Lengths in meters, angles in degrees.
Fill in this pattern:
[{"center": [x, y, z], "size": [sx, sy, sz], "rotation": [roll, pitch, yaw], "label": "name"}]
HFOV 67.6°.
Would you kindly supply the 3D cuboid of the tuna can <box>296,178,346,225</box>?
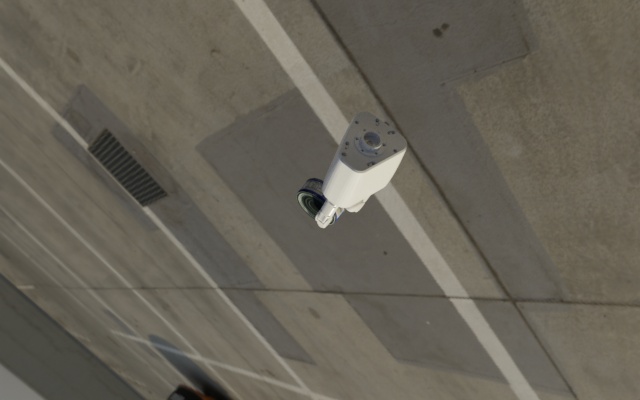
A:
[{"center": [0.000, 0.003, 0.843], "size": [0.086, 0.086, 0.033], "rotation": [0, 44, 52], "label": "tuna can"}]
